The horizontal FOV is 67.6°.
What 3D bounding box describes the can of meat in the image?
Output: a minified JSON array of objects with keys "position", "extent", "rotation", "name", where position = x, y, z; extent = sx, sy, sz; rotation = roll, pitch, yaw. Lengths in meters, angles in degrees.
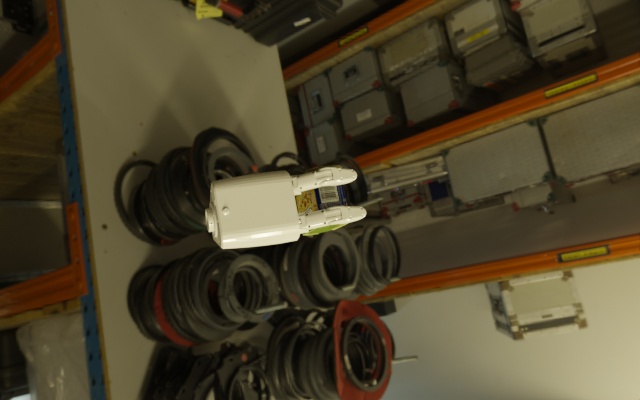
[{"position":[0.000,0.003,0.716],"extent":[0.057,0.084,0.102],"rotation":[-7,-11,-22],"name":"can of meat"}]
